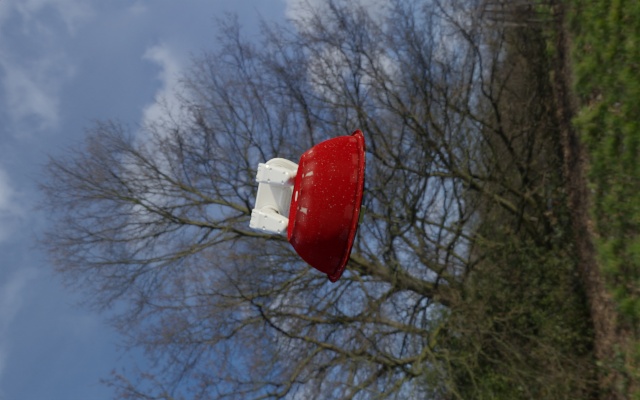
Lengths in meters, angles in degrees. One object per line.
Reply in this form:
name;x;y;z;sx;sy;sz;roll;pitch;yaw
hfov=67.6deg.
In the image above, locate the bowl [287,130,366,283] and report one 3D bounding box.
bowl;0.000;0.001;0.497;0.055;0.162;0.162;10;-1;-8
